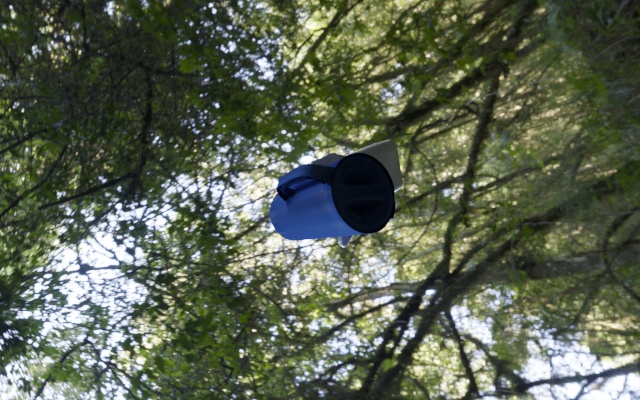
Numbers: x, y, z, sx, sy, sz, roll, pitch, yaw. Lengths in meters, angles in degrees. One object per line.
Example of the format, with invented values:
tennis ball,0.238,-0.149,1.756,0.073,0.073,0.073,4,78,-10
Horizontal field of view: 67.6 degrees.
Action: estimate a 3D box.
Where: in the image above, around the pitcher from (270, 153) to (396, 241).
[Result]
pitcher,0.000,0.003,0.855,0.145,0.149,0.243,-28,6,-36
